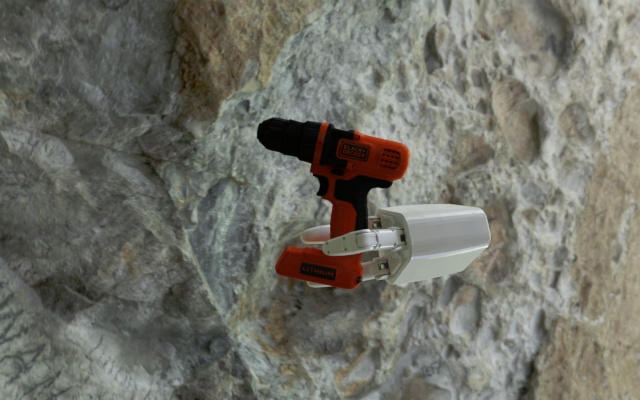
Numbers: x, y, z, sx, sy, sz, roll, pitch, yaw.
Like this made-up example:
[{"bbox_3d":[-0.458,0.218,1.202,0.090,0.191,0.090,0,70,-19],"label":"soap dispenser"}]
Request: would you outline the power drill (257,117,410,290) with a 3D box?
[{"bbox_3d":[0.000,0.002,0.573,0.184,0.187,0.057,13,6,4],"label":"power drill"}]
